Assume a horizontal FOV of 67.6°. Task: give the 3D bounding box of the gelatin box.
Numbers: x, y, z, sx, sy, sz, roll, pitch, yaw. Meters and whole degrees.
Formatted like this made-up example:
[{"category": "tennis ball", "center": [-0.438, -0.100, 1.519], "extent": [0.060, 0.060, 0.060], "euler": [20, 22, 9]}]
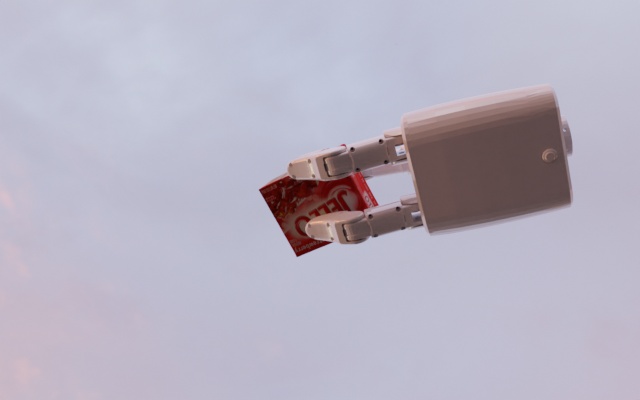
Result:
[{"category": "gelatin box", "center": [0.000, 0.001, 0.426], "extent": [0.089, 0.073, 0.030], "euler": [-24, 10, 28]}]
